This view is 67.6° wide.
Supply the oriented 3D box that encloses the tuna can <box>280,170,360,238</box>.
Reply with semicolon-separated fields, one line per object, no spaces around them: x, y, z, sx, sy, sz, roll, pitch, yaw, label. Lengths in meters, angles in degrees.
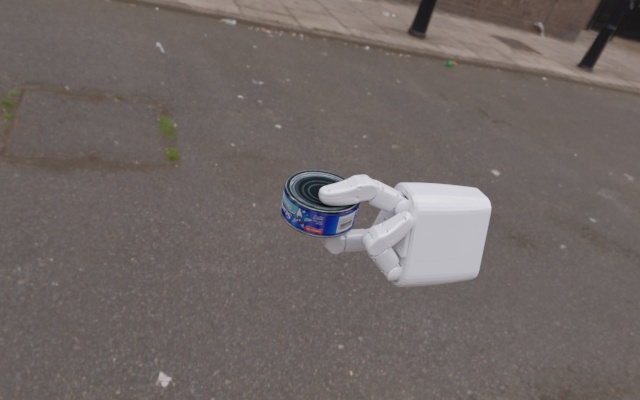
0.000;0.001;0.526;0.086;0.034;0.086;8;34;-6;tuna can
